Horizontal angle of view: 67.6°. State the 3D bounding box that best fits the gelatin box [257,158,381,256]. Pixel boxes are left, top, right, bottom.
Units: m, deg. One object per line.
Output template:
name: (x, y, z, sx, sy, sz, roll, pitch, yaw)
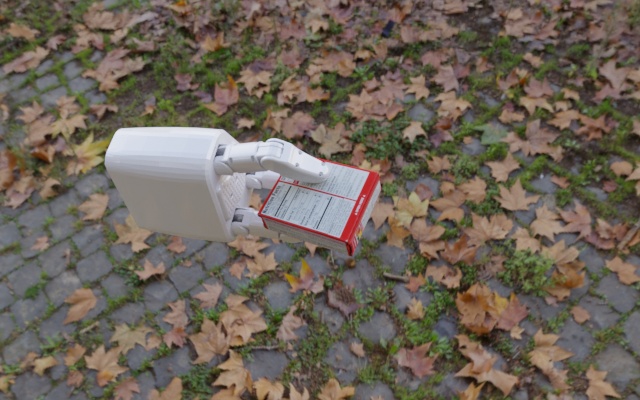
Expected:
gelatin box: (0.000, 0.001, 0.424, 0.089, 0.073, 0.030, 15, -28, 22)
